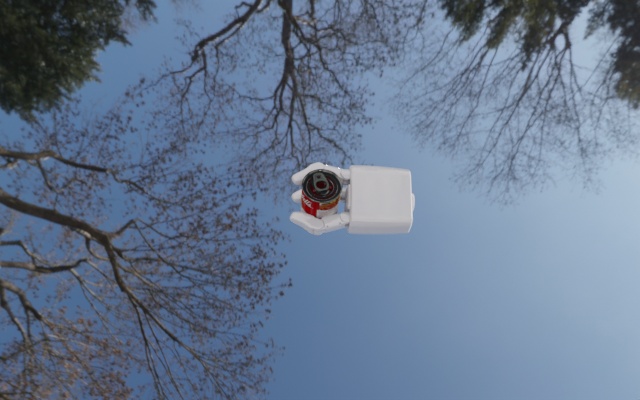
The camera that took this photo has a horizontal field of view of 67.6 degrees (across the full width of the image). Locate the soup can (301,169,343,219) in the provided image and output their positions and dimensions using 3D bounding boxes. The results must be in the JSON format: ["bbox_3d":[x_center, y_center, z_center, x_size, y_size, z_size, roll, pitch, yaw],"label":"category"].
[{"bbox_3d":[0.000,0.003,0.825,0.068,0.068,0.102,0,-34,-4],"label":"soup can"}]
